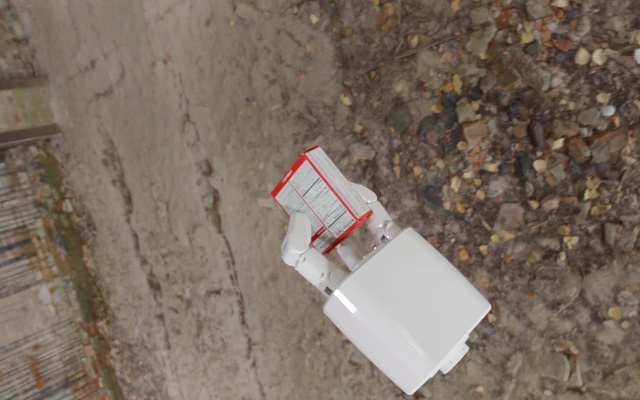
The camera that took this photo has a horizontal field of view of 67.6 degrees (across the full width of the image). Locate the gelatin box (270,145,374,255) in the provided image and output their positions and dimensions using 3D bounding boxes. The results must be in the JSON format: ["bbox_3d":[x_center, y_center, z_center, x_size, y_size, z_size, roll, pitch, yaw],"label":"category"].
[{"bbox_3d":[0.000,0.001,0.481,0.030,0.089,0.073,-32,-10,-45],"label":"gelatin box"}]
